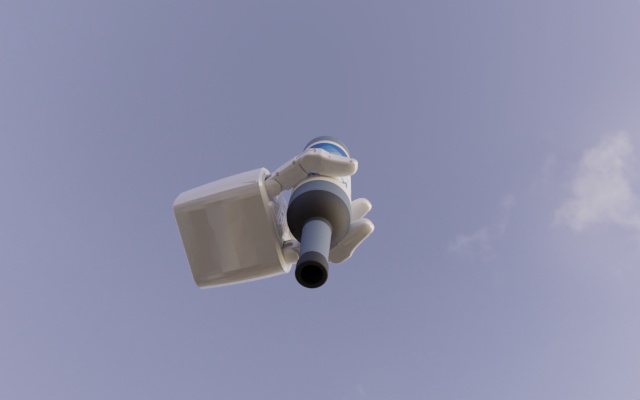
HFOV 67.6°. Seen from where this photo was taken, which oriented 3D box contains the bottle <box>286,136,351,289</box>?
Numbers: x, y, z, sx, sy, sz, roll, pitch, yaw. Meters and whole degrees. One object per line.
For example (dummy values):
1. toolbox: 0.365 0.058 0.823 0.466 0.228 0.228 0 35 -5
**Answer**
1. bottle: 0.000 0.002 0.521 0.069 0.069 0.295 0 24 3
